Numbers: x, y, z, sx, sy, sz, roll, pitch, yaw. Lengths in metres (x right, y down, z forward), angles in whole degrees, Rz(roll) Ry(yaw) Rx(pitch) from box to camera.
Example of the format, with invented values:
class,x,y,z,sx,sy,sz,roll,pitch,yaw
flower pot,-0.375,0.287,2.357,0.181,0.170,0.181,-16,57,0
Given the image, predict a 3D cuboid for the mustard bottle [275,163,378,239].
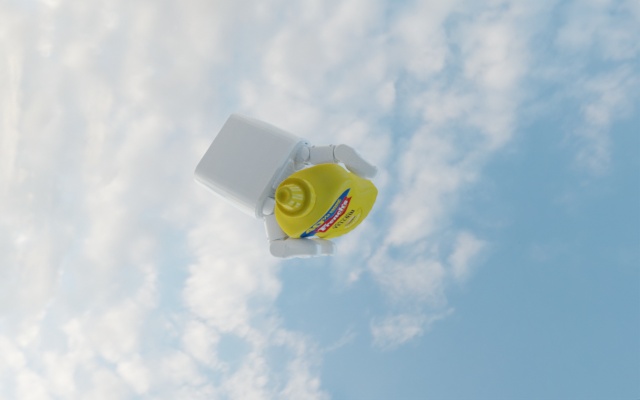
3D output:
class,x,y,z,sx,sy,sz,roll,pitch,yaw
mustard bottle,0.000,0.002,0.545,0.096,0.058,0.191,-44,-19,13
